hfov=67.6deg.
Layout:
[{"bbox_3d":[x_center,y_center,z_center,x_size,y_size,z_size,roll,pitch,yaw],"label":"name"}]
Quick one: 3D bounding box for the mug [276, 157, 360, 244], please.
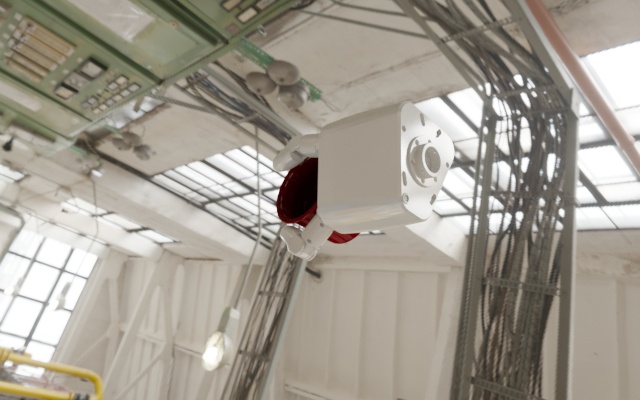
[{"bbox_3d":[-0.001,0.002,0.574,0.081,0.093,0.117,31,-26,-34],"label":"mug"}]
